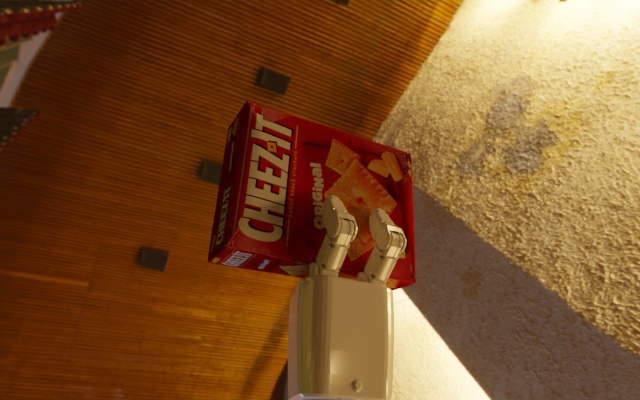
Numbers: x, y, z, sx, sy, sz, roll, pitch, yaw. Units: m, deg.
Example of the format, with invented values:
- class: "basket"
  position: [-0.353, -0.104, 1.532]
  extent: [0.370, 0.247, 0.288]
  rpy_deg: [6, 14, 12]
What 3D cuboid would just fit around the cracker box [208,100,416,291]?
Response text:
- class: "cracker box"
  position: [0.000, 0.002, 0.525]
  extent: [0.214, 0.164, 0.072]
  rpy_deg: [14, -26, -23]
